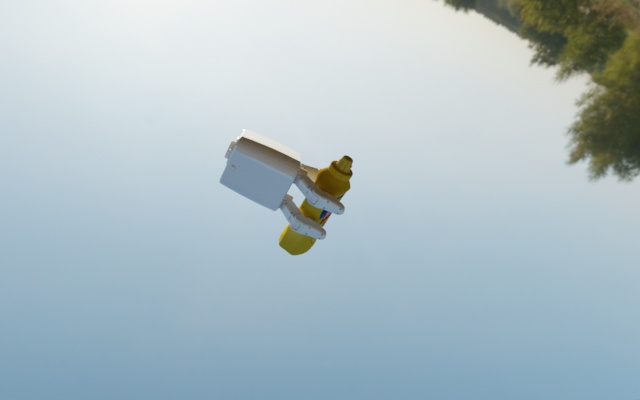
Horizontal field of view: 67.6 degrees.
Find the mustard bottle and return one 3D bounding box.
[{"bbox_3d":[0.000,0.003,0.807,0.058,0.192,0.096,38,30,10],"label":"mustard bottle"}]
